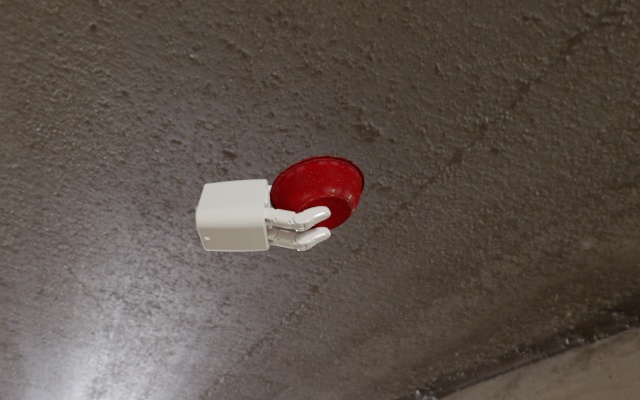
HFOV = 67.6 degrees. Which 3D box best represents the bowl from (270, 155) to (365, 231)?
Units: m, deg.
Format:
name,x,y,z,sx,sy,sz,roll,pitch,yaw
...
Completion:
name,x,y,z,sx,sy,sz,roll,pitch,yaw
bowl,0.001,0.002,0.779,0.162,0.055,0.162,-9,-39,-7
